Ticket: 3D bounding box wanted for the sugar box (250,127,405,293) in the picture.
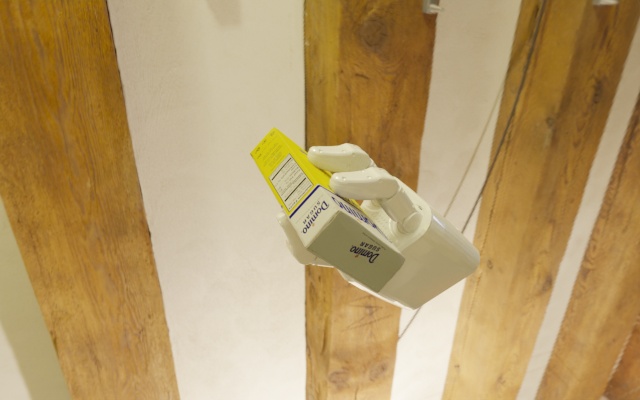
[{"bbox_3d":[0.000,0.001,0.441,0.093,0.048,0.176,36,8,-36],"label":"sugar box"}]
